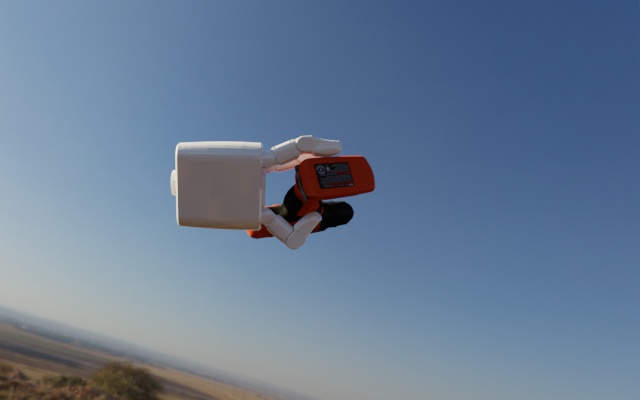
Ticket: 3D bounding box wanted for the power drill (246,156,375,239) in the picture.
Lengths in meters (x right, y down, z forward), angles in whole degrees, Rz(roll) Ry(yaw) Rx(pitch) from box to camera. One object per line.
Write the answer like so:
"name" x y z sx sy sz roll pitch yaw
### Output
"power drill" 0.000 0.002 0.689 0.184 0.057 0.188 -8 -20 -30
